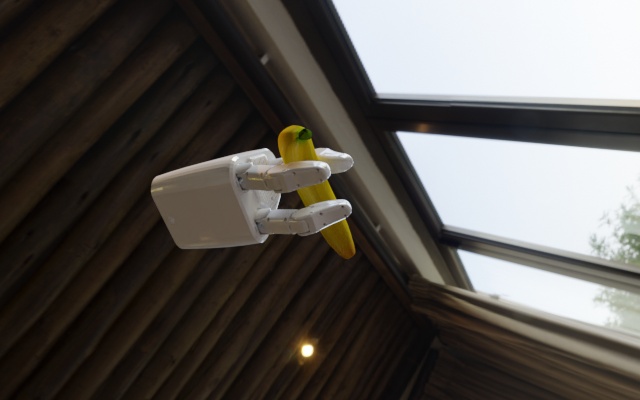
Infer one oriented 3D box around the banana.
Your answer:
[{"bbox_3d":[-0.006,-0.012,0.519,0.037,0.198,0.069,-25,45,0],"label":"banana"}]
